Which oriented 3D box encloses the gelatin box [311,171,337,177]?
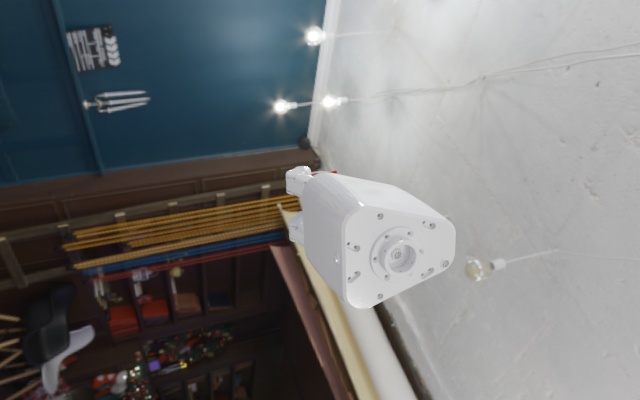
[{"bbox_3d":[0.000,0.002,0.577,0.030,0.073,0.089,-8,5,-13],"label":"gelatin box"}]
